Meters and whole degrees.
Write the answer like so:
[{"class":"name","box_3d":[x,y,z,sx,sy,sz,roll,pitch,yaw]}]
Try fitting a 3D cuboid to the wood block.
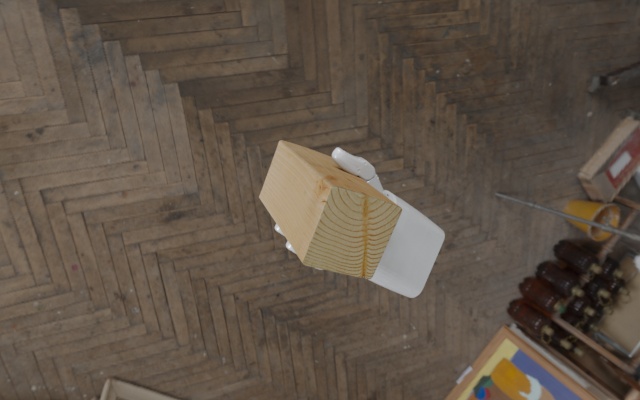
[{"class":"wood block","box_3d":[0.001,0.002,0.587,0.090,0.091,0.206,17,13,-25]}]
